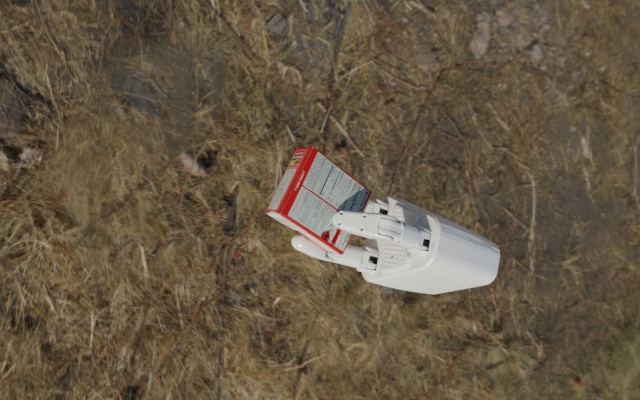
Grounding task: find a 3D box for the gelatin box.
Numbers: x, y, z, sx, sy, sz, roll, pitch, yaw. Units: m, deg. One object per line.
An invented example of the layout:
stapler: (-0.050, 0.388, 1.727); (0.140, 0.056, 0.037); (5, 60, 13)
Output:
gelatin box: (0.000, 0.001, 0.465); (0.089, 0.073, 0.030); (35, -19, -33)
